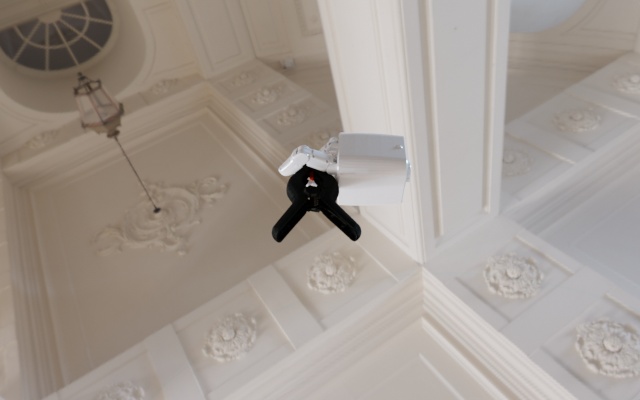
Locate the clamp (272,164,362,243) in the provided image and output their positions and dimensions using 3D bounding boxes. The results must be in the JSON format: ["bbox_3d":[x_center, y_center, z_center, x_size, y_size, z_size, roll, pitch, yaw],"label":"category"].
[{"bbox_3d":[0.000,0.003,0.696,0.120,0.039,0.171,10,42,-2],"label":"clamp"}]
